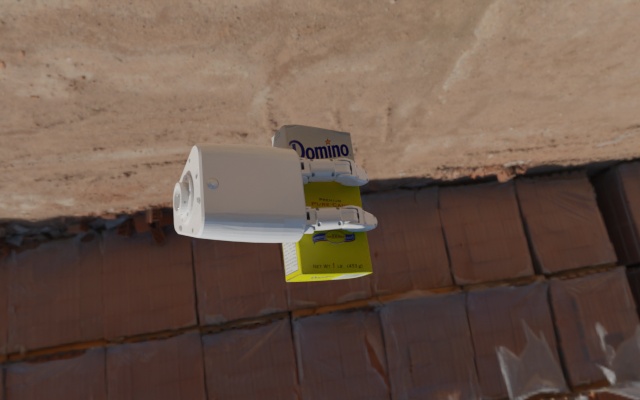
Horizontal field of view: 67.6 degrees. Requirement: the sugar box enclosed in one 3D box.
[{"bbox_3d":[0.000,0.002,0.549,0.093,0.176,0.048,3,-19,-30],"label":"sugar box"}]
